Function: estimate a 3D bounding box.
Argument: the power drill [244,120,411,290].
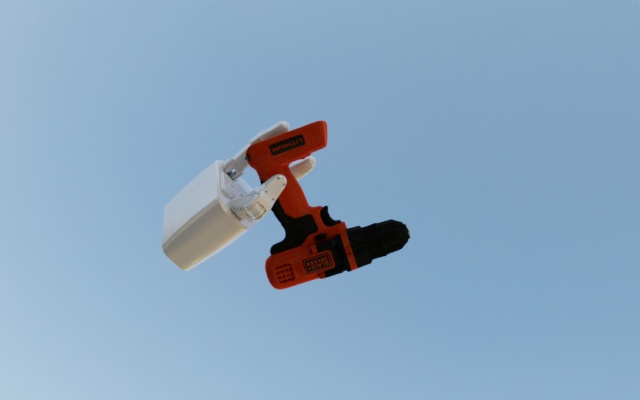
[{"bbox_3d":[0.000,0.002,0.586,0.184,0.187,0.057,-18,3,0],"label":"power drill"}]
